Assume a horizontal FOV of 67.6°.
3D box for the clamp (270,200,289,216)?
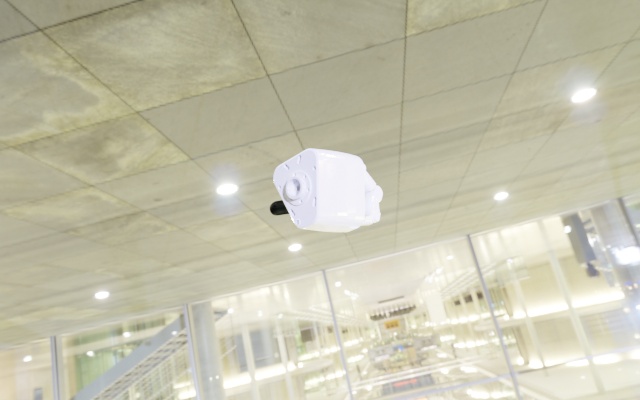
[{"bbox_3d":[0.000,0.003,0.822,0.171,0.039,0.120,-26,-19,37],"label":"clamp"}]
